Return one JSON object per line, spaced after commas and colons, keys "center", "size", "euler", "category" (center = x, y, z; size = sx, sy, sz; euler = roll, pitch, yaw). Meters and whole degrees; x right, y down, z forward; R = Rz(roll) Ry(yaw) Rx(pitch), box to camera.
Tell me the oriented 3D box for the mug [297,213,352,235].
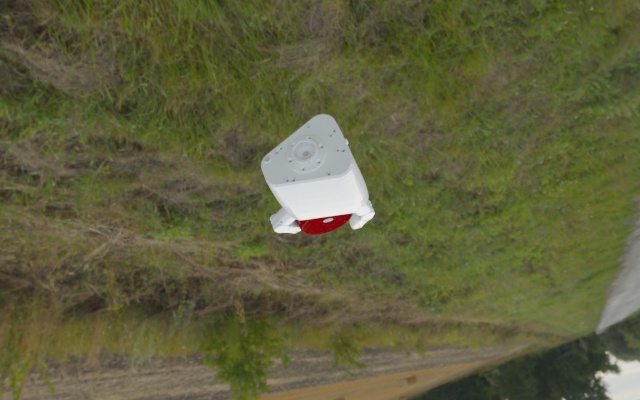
{"center": [0.000, 0.003, 0.717], "size": [0.093, 0.081, 0.117], "euler": [-23, -26, 5], "category": "mug"}
